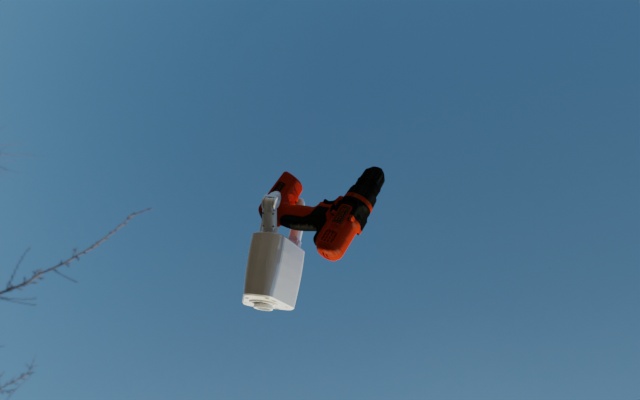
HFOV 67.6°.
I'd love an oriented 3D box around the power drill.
[{"bbox_3d":[0.000,0.003,0.818,0.187,0.184,0.057,13,-33,36],"label":"power drill"}]
